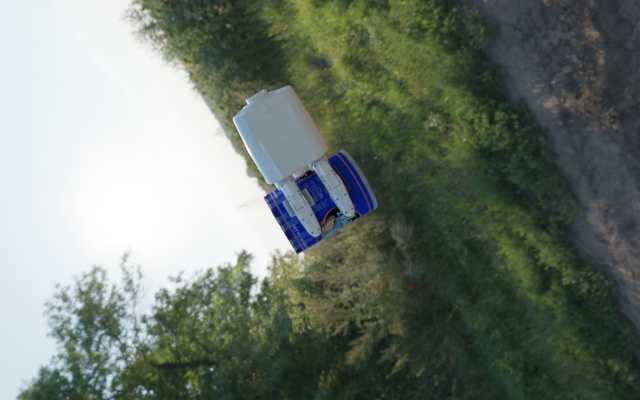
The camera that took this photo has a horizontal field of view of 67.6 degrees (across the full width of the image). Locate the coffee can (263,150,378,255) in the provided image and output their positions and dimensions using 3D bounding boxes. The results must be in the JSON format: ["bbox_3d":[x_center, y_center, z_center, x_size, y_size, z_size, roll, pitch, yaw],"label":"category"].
[{"bbox_3d":[0.000,0.002,0.719,0.140,0.103,0.103,-31,2,-4],"label":"coffee can"}]
